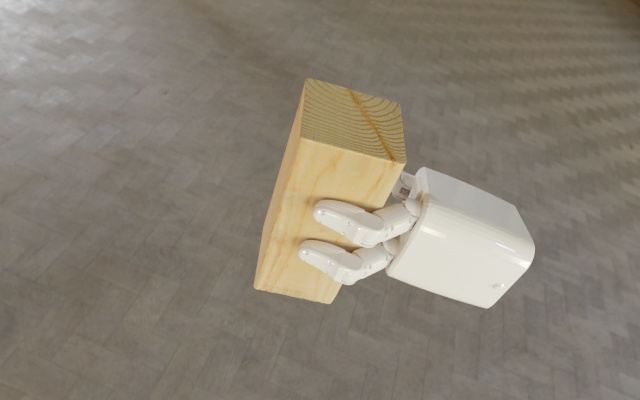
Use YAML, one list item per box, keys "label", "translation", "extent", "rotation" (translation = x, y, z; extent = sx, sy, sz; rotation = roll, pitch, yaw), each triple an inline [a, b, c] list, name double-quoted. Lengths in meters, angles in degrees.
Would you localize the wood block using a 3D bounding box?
- label: "wood block"
  translation: [0.001, 0.001, 0.467]
  extent: [0.090, 0.090, 0.206]
  rotation: [13, -47, -9]
